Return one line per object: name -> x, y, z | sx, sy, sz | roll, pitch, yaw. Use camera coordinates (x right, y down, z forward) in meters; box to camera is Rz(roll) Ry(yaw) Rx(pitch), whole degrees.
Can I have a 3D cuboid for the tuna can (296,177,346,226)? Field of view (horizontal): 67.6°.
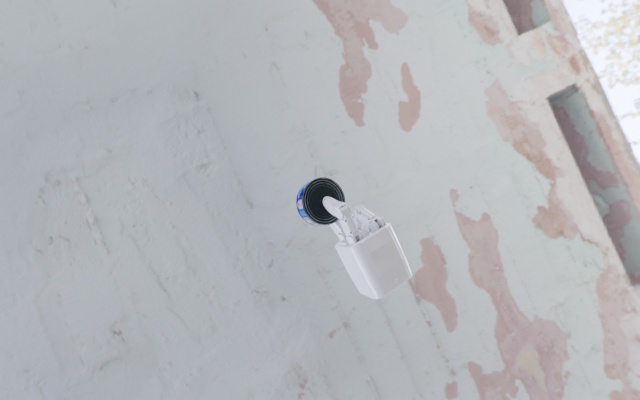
tuna can -> 0.000, 0.003, 0.866 | 0.086, 0.086, 0.034 | 0, -6, -27
